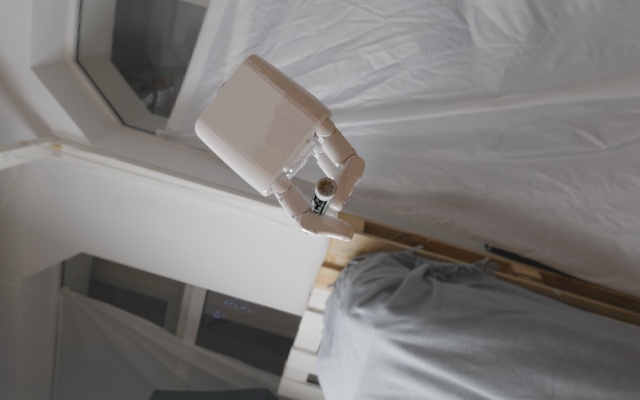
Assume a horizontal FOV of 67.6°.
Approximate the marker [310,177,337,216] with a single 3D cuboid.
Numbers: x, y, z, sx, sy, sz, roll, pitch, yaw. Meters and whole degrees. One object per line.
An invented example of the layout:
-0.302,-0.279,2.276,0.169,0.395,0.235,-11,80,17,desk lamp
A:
0.000,0.002,0.482,0.020,0.020,0.121,0,-13,-5,marker
